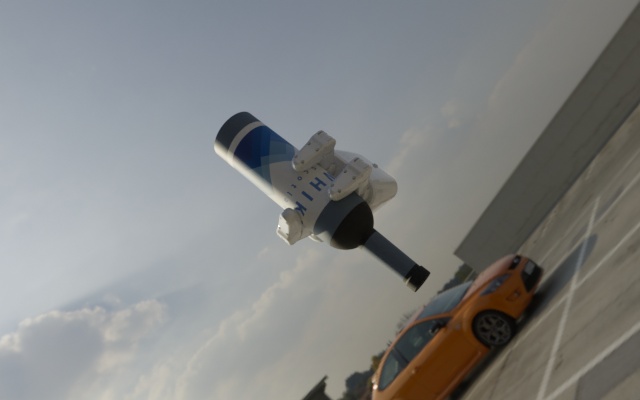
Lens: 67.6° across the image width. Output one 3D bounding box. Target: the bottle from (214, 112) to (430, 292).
[{"bbox_3d":[0.000,0.002,0.557,0.295,0.069,0.069,38,14,19],"label":"bottle"}]
